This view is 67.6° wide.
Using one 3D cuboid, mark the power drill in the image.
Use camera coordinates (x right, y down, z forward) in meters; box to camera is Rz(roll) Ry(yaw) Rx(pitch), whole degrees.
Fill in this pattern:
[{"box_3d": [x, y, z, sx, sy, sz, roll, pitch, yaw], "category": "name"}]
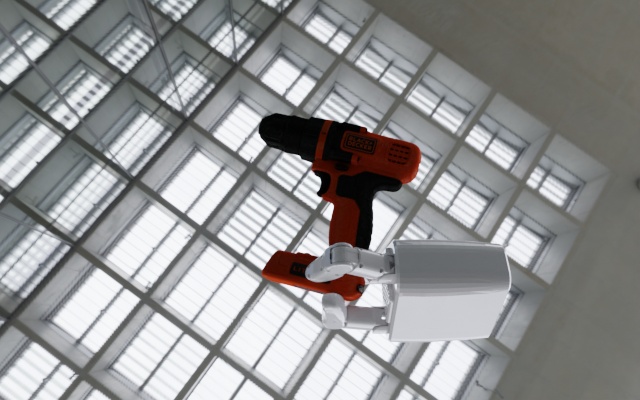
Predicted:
[{"box_3d": [0.000, 0.002, 0.512, 0.184, 0.187, 0.057, 14, -13, 10], "category": "power drill"}]
